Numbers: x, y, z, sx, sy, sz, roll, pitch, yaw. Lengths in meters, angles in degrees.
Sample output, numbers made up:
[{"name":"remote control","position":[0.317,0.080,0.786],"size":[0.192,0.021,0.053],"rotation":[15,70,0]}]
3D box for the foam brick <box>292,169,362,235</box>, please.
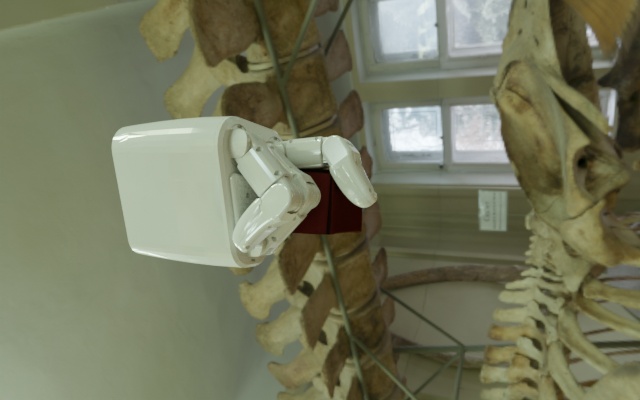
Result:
[{"name":"foam brick","position":[0.000,0.001,0.408],"size":[0.051,0.053,0.078],"rotation":[1,-2,23]}]
